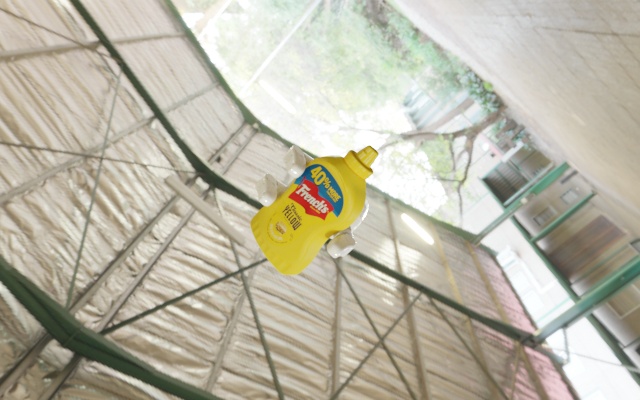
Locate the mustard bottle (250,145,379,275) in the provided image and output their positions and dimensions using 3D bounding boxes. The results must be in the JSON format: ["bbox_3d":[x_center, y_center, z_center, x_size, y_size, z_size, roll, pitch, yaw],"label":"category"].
[{"bbox_3d":[0.000,0.002,0.605,0.192,0.096,0.058,-44,-27,18],"label":"mustard bottle"}]
